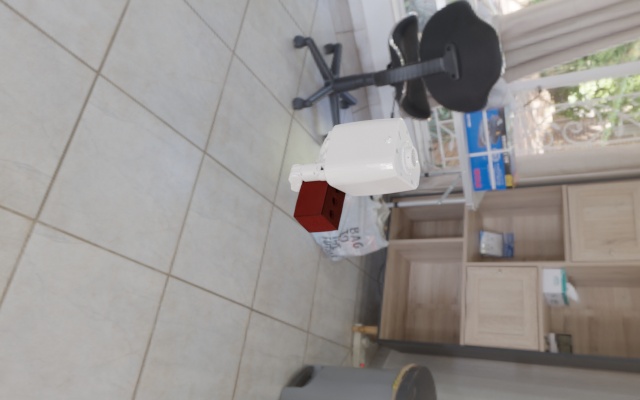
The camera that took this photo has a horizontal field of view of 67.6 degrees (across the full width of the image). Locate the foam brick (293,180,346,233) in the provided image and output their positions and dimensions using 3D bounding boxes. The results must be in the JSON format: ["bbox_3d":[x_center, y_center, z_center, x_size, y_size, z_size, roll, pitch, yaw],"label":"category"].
[{"bbox_3d":[0.000,0.003,0.719,0.051,0.078,0.053,-4,-31,30],"label":"foam brick"}]
